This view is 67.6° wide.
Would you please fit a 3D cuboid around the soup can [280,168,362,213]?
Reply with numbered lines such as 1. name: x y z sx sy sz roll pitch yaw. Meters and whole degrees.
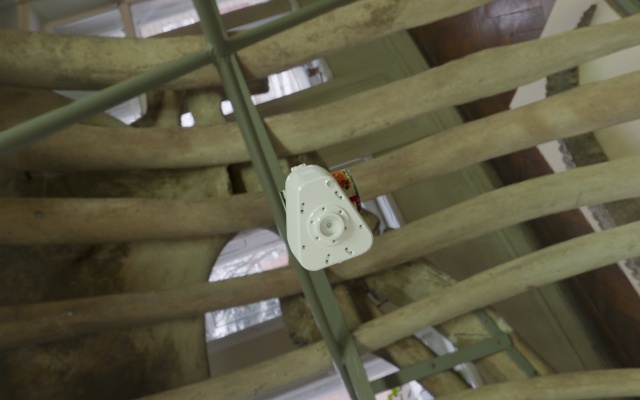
1. soup can: 0.000 0.002 0.686 0.102 0.068 0.068 -19 2 -5
